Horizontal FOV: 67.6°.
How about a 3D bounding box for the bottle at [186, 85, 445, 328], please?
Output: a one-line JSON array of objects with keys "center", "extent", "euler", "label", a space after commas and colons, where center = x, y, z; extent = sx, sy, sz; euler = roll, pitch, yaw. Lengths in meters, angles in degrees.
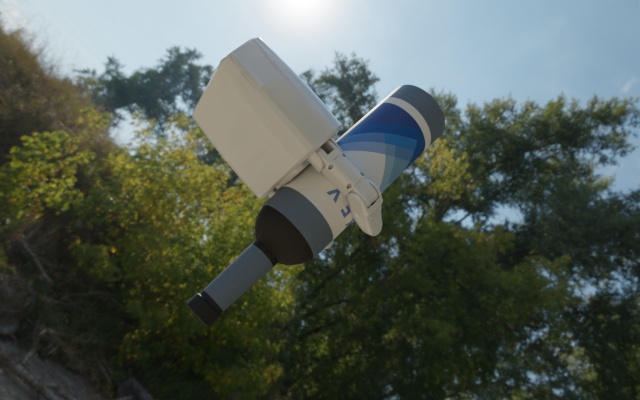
[{"center": [0.000, 0.001, 0.442], "extent": [0.295, 0.069, 0.069], "euler": [-43, 18, -21], "label": "bottle"}]
